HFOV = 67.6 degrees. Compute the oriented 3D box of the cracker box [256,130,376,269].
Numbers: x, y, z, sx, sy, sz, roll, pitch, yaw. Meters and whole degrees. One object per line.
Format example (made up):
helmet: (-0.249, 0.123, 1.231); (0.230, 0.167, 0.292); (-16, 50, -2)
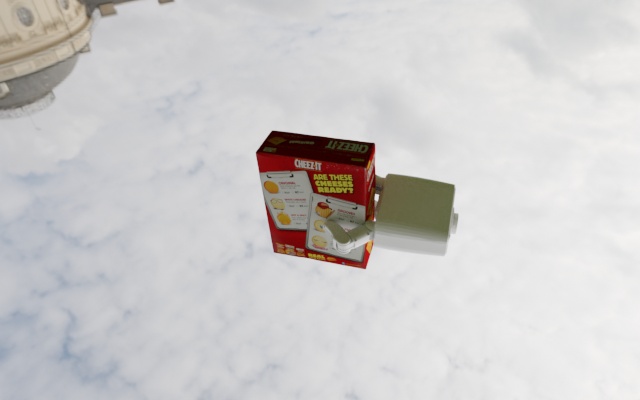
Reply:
cracker box: (0.000, 0.003, 0.746); (0.164, 0.214, 0.072); (9, 43, 15)
